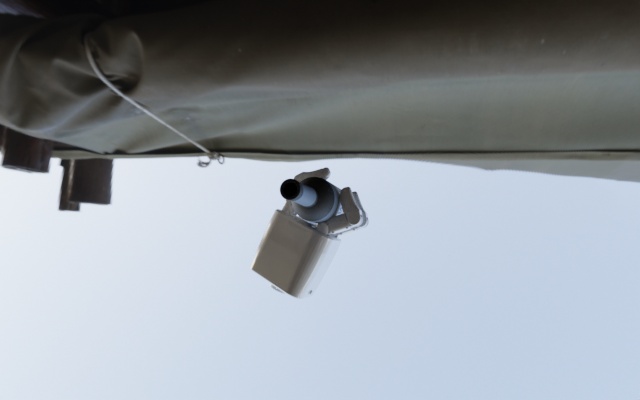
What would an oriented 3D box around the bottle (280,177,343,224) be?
[{"bbox_3d":[0.000,0.002,0.733,0.069,0.069,0.296,0,-6,15],"label":"bottle"}]
